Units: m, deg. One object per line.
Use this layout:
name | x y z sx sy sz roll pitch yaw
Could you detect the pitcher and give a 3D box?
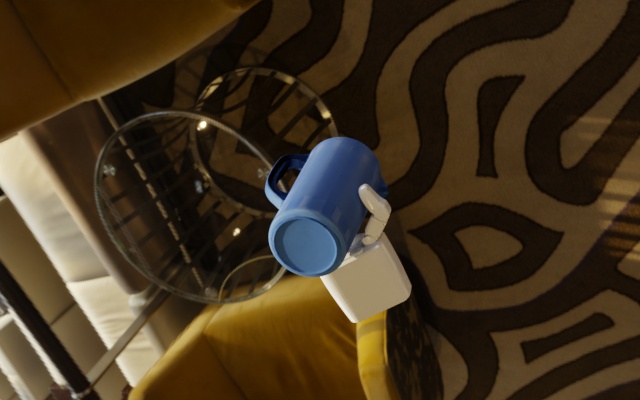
pitcher | 0.000 0.003 0.726 0.149 0.145 0.242 -21 19 25
